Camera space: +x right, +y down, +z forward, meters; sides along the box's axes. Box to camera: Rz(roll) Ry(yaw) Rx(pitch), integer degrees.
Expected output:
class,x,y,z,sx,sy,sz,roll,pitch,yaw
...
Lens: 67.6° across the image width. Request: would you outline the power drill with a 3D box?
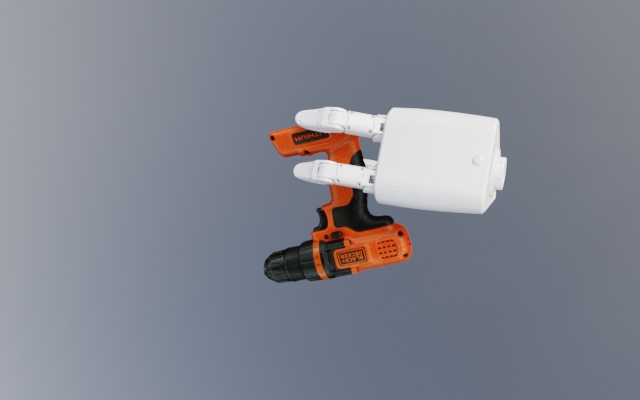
class,x,y,z,sx,sy,sz,roll,pitch,yaw
power drill,0.000,0.001,0.568,0.184,0.188,0.057,-13,8,14
